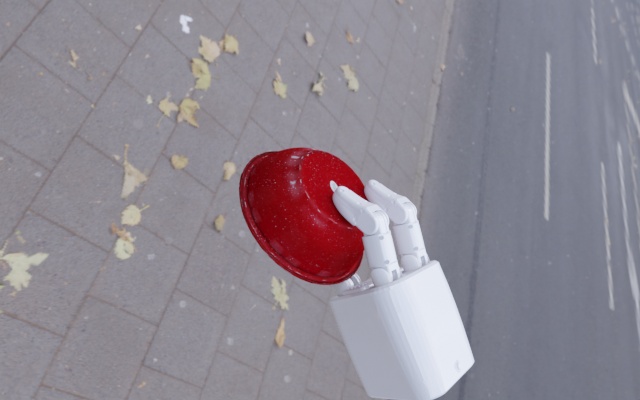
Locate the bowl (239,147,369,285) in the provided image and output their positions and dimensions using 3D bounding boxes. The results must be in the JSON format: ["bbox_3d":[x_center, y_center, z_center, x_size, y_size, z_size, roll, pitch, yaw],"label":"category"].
[{"bbox_3d":[0.000,0.000,0.488,0.162,0.162,0.055,0,-31,-45],"label":"bowl"}]
